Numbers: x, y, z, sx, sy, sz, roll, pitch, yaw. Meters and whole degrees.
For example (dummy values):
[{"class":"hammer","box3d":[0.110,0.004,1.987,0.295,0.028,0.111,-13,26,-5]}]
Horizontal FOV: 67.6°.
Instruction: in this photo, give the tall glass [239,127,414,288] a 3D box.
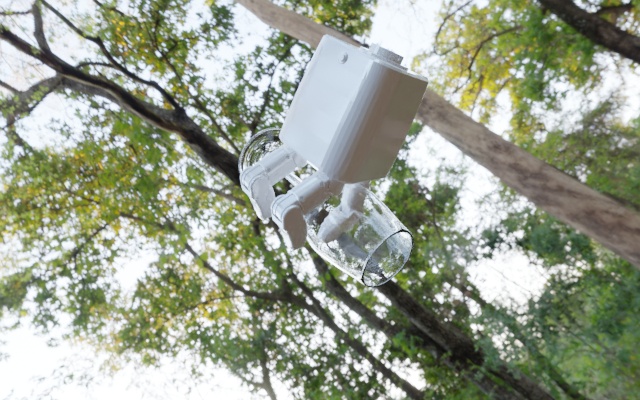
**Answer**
[{"class":"tall glass","box3d":[0.000,0.001,0.479,0.079,0.079,0.201,0,31,-44]}]
